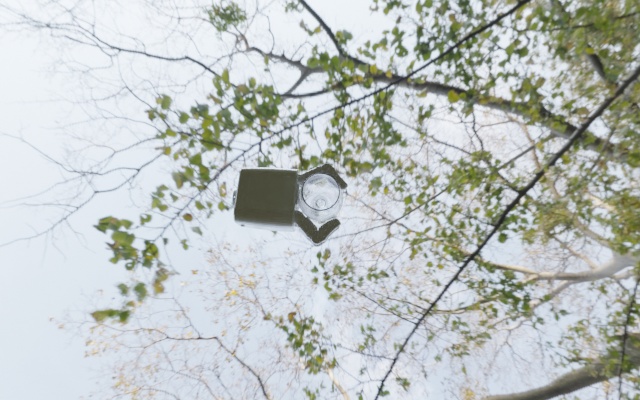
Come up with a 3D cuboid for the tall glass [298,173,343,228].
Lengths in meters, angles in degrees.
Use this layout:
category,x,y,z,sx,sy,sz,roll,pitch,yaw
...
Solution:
category,x,y,z,sx,sy,sz,roll,pitch,yaw
tall glass,0.000,0.003,0.859,0.079,0.079,0.201,0,-10,0
